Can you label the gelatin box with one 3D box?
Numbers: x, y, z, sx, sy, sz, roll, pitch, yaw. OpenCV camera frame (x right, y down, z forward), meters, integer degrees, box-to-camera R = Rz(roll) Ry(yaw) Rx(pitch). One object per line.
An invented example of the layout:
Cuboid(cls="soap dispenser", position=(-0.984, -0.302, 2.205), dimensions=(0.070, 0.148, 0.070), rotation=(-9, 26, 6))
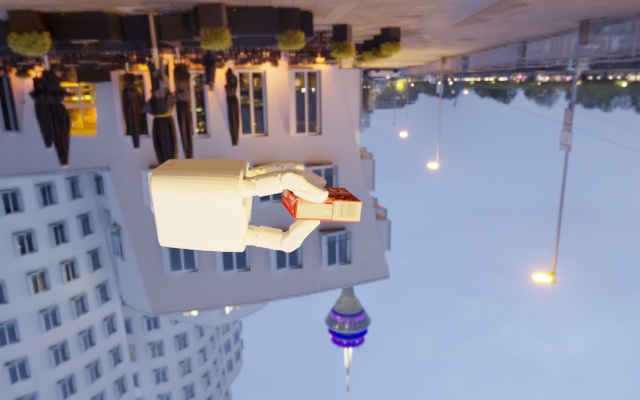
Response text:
Cuboid(cls="gelatin box", position=(0.000, 0.002, 0.620), dimensions=(0.089, 0.030, 0.073), rotation=(3, 14, -16))
